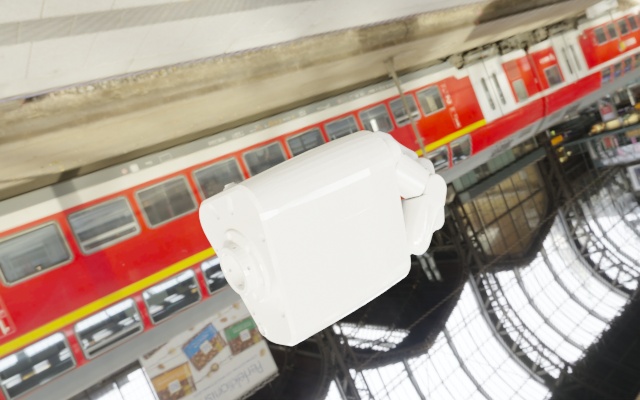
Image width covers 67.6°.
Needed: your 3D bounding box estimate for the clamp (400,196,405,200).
[{"bbox_3d":[0.000,0.002,0.436,0.120,0.039,0.171,-25,5,-34],"label":"clamp"}]
